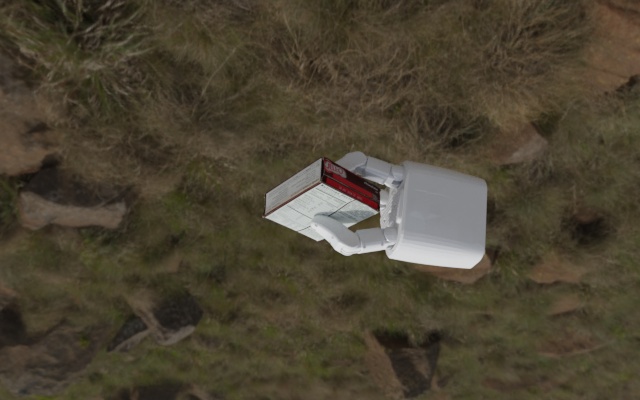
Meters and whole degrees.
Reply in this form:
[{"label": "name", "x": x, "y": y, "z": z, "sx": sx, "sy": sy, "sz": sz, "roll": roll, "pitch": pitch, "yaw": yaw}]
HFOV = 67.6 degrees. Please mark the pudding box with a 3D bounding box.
[{"label": "pudding box", "x": 0.000, "y": 0.002, "z": 0.557, "sx": 0.090, "sy": 0.039, "sz": 0.113, "roll": 27, "pitch": -40, "yaw": -32}]
